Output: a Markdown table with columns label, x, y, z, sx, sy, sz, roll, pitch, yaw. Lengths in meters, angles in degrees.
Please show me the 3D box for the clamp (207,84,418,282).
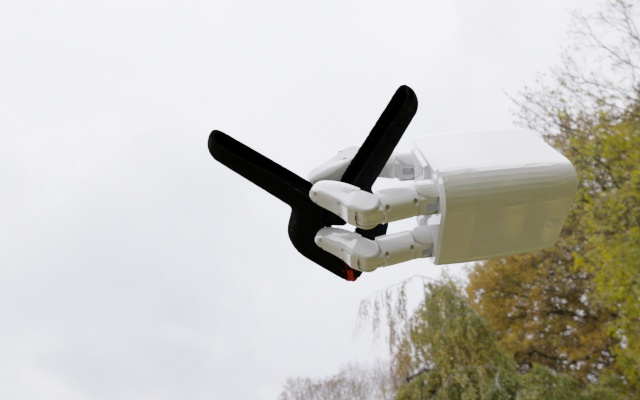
| label | x | y | z | sx | sy | sz | roll | pitch | yaw |
| --- | --- | --- | --- | --- | --- | --- | --- | --- | --- |
| clamp | 0.000 | 0.001 | 0.426 | 0.164 | 0.210 | 0.036 | -7 | 43 | -1 |
